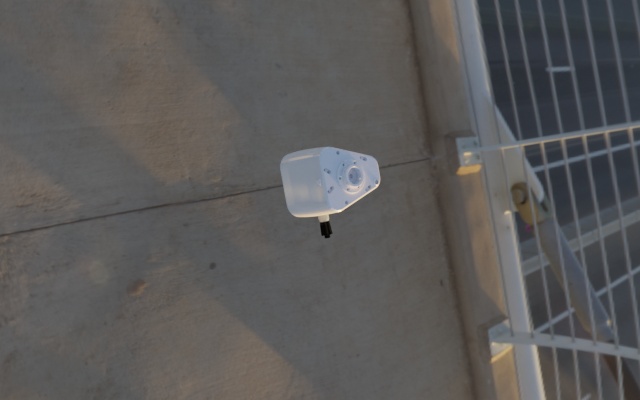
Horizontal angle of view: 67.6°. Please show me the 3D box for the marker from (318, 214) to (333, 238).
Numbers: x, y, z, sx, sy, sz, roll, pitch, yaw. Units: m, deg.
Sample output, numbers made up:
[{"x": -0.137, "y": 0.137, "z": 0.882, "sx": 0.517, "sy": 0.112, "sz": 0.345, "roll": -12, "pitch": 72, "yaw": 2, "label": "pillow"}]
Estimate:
[{"x": 0.000, "y": 0.003, "z": 0.781, "sx": 0.020, "sy": 0.121, "sz": 0.020, "roll": -11, "pitch": 4, "yaw": 1, "label": "marker"}]
